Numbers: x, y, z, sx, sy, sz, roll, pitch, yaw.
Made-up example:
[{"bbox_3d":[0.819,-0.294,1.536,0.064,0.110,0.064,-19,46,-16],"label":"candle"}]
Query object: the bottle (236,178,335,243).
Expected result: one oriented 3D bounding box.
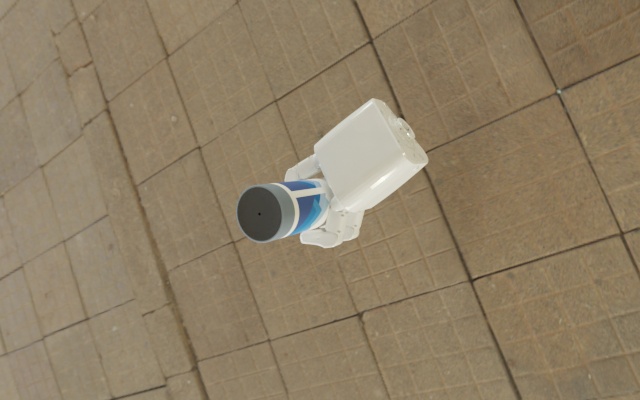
[{"bbox_3d":[0.000,0.002,0.670,0.069,0.069,0.295,0,5,28],"label":"bottle"}]
